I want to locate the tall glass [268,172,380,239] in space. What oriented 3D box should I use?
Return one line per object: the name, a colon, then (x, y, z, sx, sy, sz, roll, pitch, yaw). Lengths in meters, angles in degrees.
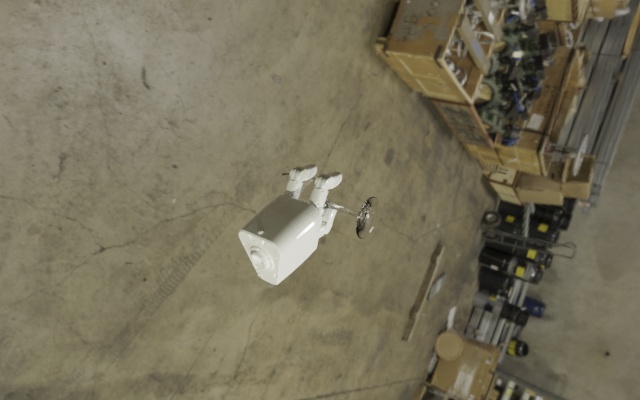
tall glass: (0.001, 0.003, 0.853, 0.201, 0.079, 0.079, 19, 10, 32)
